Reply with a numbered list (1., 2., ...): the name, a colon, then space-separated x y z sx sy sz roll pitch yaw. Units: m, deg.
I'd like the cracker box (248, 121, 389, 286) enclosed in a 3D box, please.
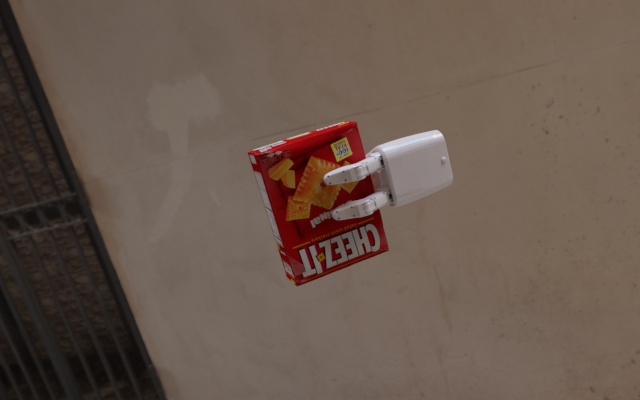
1. cracker box: 0.000 0.002 0.739 0.164 0.214 0.072 -19 13 -14
